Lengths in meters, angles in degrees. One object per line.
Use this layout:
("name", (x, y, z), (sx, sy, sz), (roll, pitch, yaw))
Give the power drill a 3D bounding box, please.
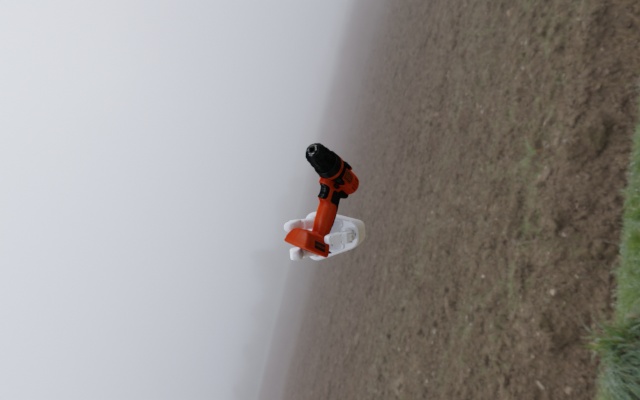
("power drill", (0.000, 0.003, 0.893), (0.057, 0.187, 0.184), (17, -10, 32))
